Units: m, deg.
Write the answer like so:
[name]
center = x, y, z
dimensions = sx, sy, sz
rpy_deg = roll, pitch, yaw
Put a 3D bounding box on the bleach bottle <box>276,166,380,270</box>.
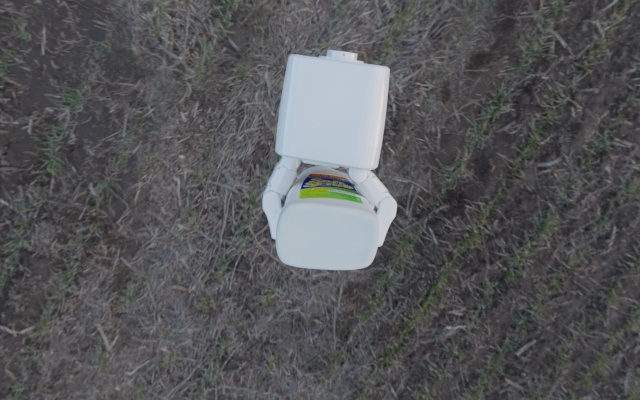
[bleach bottle]
center = 0.000, 0.002, 0.567
dimensions = 0.102, 0.068, 0.250
rpy_deg = 6, 15, -6
